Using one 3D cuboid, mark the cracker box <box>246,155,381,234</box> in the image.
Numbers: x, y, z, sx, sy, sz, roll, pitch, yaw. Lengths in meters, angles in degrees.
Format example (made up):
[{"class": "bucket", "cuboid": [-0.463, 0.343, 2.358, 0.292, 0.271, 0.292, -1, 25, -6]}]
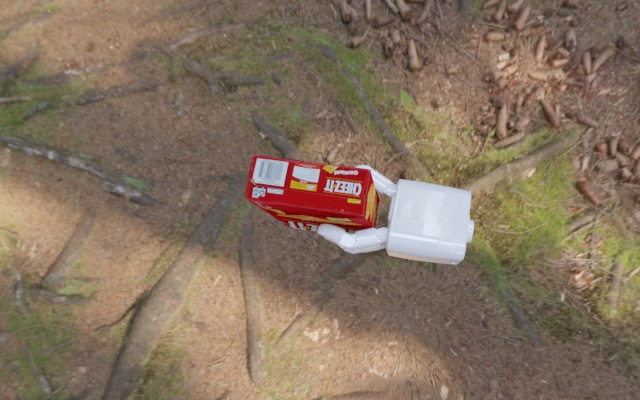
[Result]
[{"class": "cracker box", "cuboid": [0.000, 0.002, 0.718, 0.164, 0.072, 0.214, 8, -11, 12]}]
